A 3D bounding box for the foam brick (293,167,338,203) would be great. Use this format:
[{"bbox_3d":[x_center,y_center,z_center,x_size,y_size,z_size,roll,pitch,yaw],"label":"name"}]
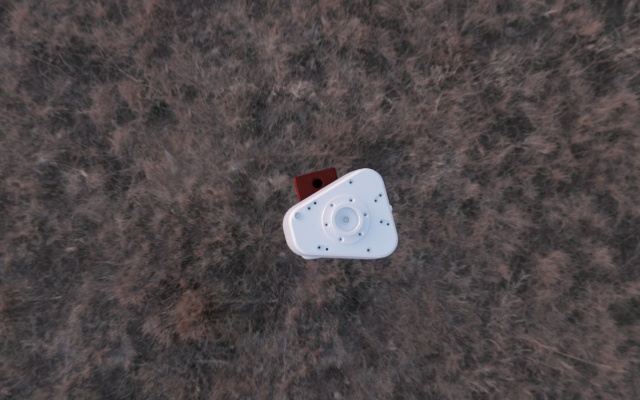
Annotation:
[{"bbox_3d":[0.000,0.002,0.607,0.053,0.078,0.051,-14,-3,-6],"label":"foam brick"}]
